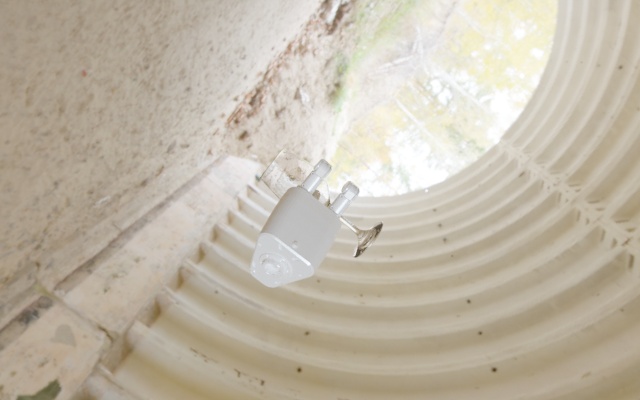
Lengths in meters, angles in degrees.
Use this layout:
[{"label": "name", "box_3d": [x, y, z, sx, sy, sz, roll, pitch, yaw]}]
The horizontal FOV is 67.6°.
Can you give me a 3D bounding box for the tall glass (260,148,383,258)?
[{"label": "tall glass", "box_3d": [0.001, 0.003, 0.764, 0.201, 0.079, 0.079, 39, -6, -7]}]
